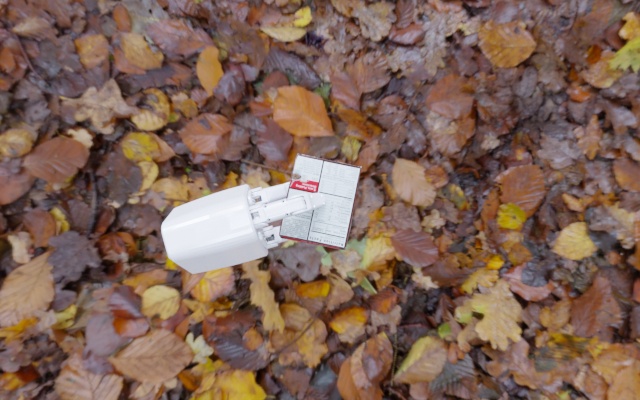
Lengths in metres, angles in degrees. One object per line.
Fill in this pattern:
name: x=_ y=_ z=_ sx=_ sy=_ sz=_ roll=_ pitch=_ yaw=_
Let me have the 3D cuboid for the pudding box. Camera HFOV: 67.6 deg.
pudding box: x=0.000 y=0.002 z=0.626 sx=0.090 sy=0.113 sz=0.039 roll=12 pitch=-3 yaw=-1
